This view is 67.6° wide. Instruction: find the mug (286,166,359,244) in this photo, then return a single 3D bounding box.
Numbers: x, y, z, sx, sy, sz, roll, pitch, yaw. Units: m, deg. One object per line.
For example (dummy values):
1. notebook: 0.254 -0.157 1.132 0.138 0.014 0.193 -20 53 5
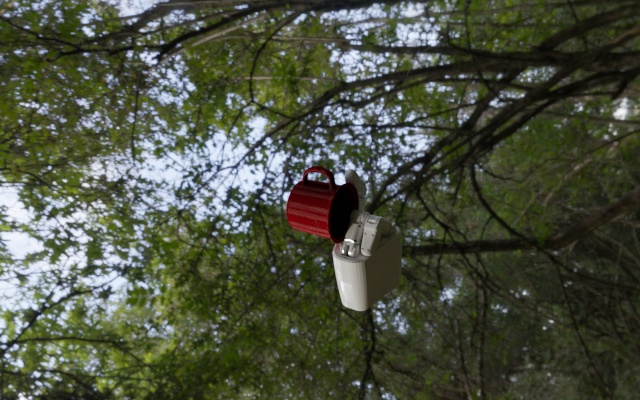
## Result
1. mug: 0.000 0.001 0.724 0.081 0.117 0.093 11 36 30
